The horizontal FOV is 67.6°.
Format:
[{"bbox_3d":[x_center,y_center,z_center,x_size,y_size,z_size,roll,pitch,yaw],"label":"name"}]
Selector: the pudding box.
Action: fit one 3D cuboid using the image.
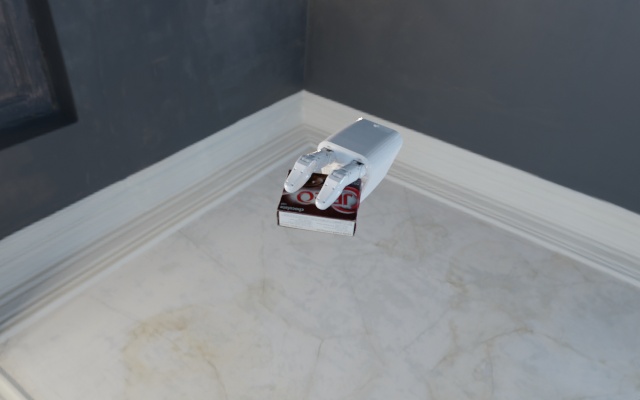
[{"bbox_3d":[0.000,0.002,0.688,0.113,0.039,0.090,6,42,5],"label":"pudding box"}]
